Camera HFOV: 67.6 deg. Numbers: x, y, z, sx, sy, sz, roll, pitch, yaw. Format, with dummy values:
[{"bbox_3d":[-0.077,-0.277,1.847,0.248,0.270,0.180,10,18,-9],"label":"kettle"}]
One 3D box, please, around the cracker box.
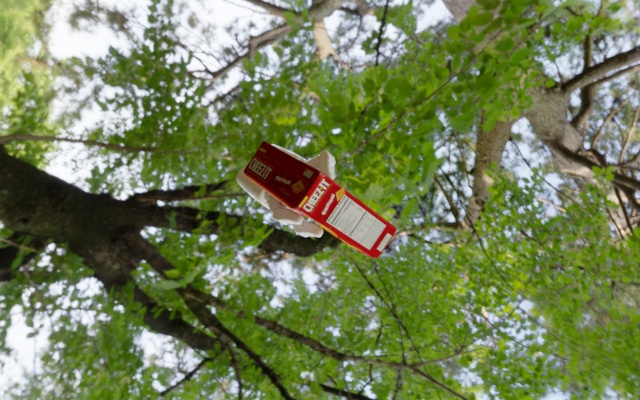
[{"bbox_3d":[0.000,0.002,0.779,0.214,0.072,0.164,34,-2,-42],"label":"cracker box"}]
